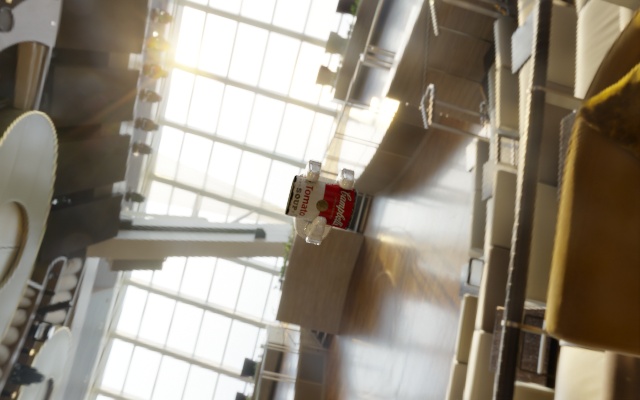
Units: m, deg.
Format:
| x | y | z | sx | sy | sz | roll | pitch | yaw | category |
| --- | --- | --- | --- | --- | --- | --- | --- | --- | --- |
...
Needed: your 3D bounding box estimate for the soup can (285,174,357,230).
| x | y | z | sx | sy | sz | roll | pitch | yaw | category |
| --- | --- | --- | --- | --- | --- | --- | --- | --- | --- |
| 0.000 | 0.003 | 0.758 | 0.102 | 0.068 | 0.068 | 14 | -2 | -7 | soup can |
